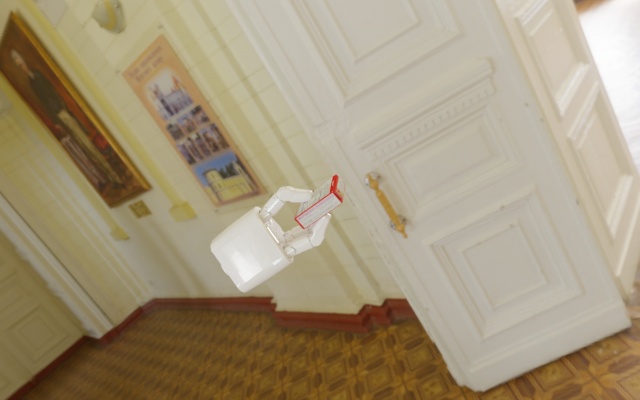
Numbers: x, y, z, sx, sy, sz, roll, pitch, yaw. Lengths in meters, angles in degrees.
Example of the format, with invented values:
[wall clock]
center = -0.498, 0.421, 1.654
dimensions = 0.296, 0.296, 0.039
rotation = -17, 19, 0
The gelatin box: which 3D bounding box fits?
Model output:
[gelatin box]
center = 0.000, 0.002, 0.825
dimensions = 0.089, 0.030, 0.073
rotation = -36, 16, 21
